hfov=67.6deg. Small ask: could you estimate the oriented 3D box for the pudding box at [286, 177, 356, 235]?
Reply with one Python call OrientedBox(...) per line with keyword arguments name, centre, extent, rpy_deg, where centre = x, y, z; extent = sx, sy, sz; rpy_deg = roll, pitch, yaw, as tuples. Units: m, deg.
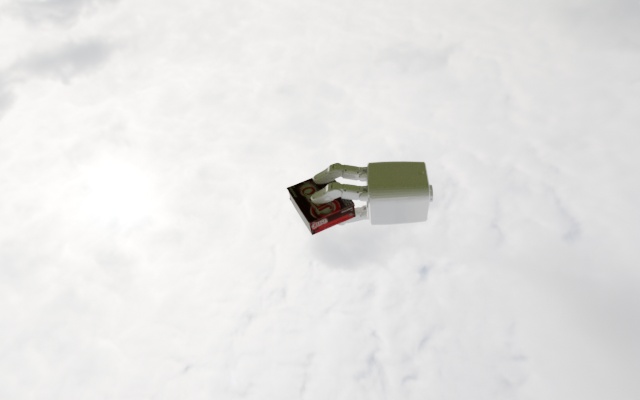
OrientedBox(name="pudding box", centre=(0.000, 0.003, 0.875), extent=(0.090, 0.039, 0.113), rpy_deg=(-22, 42, -14))
